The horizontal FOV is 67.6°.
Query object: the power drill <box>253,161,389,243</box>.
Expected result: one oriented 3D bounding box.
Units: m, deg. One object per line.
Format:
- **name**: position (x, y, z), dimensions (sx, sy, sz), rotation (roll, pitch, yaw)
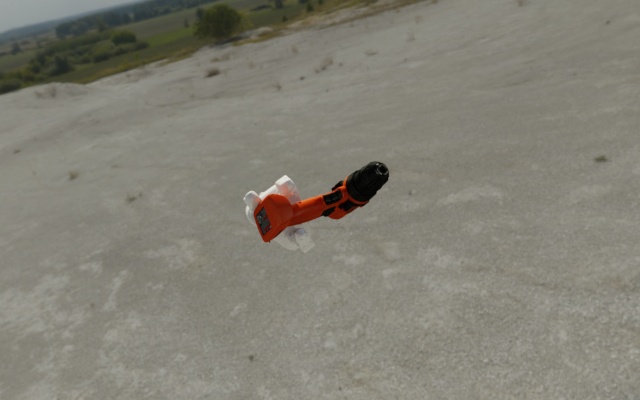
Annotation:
- **power drill**: position (0.000, 0.003, 0.751), dimensions (0.187, 0.057, 0.184), rotation (-15, -15, -28)
